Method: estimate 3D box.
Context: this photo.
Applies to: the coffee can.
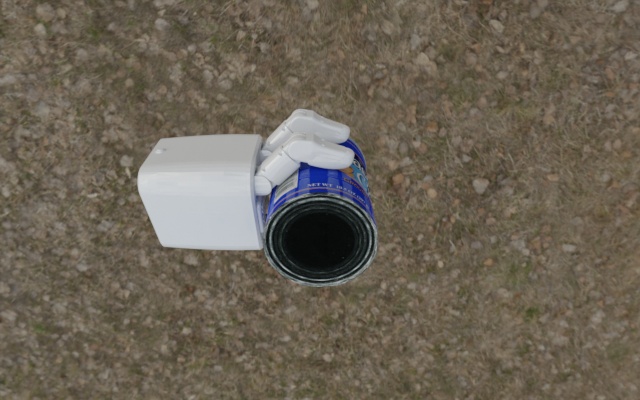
[{"bbox_3d":[0.000,0.002,0.479,0.103,0.103,0.140,0,31,0],"label":"coffee can"}]
